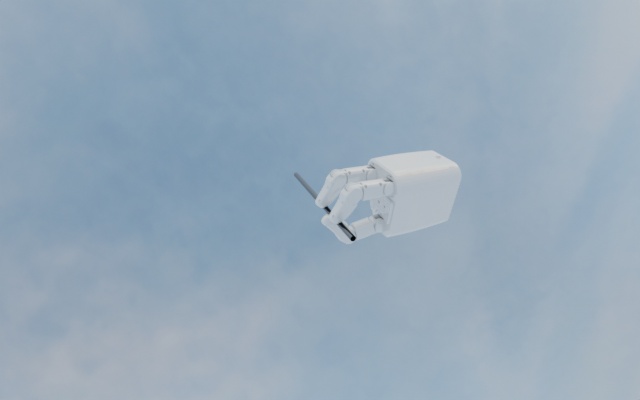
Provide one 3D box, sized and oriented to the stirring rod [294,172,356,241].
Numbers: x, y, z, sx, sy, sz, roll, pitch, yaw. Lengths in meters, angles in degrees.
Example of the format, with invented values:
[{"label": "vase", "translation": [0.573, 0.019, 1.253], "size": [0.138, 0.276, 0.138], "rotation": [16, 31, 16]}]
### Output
[{"label": "stirring rod", "translation": [0.000, 0.002, 0.714], "size": [0.011, 0.011, 0.239], "rotation": [0, 23, -22]}]
